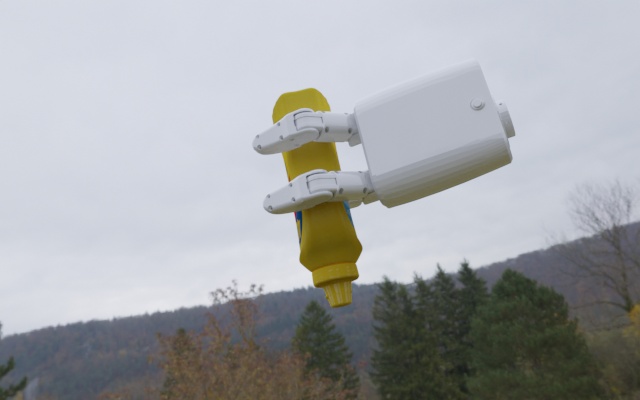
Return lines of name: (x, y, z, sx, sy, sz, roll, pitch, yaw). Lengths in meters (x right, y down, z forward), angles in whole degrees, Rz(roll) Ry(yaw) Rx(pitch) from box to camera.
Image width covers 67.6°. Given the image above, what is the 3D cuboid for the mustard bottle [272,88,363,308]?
mustard bottle: (0.000, 0.001, 0.439, 0.058, 0.191, 0.096, -11, -18, -3)
